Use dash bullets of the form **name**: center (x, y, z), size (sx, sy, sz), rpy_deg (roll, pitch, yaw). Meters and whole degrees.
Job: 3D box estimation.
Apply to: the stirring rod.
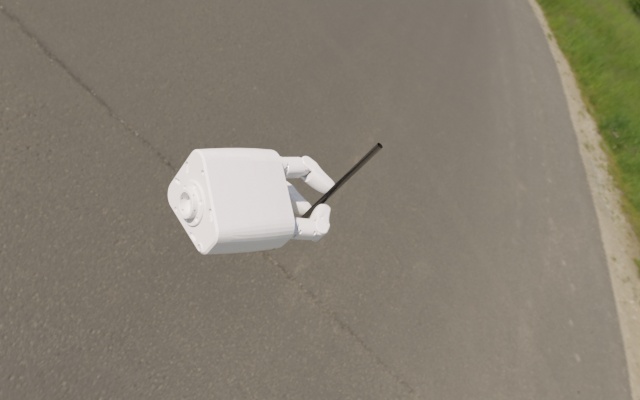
- **stirring rod**: center (0.000, 0.002, 0.630), size (0.011, 0.011, 0.240), rpy_deg (0, -34, -44)
